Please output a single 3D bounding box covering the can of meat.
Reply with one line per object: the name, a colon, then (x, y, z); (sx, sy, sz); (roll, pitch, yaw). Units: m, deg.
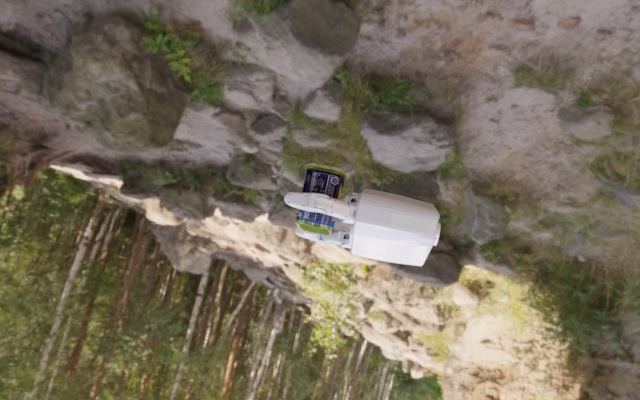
can of meat: (0.000, 0.003, 0.677); (0.057, 0.084, 0.102); (11, -9, 4)
